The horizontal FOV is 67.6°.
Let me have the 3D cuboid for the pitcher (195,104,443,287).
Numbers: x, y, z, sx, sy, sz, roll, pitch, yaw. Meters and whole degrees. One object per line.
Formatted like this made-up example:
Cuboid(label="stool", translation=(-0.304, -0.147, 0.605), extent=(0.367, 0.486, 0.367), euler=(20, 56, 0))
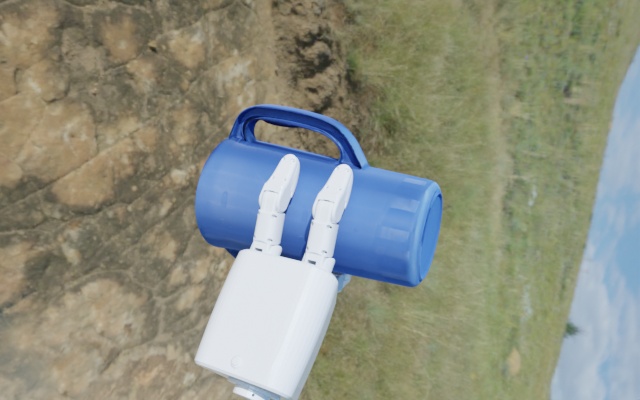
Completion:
Cuboid(label="pitcher", translation=(0.000, 0.002, 0.510), extent=(0.243, 0.145, 0.149), euler=(12, -27, 22))
